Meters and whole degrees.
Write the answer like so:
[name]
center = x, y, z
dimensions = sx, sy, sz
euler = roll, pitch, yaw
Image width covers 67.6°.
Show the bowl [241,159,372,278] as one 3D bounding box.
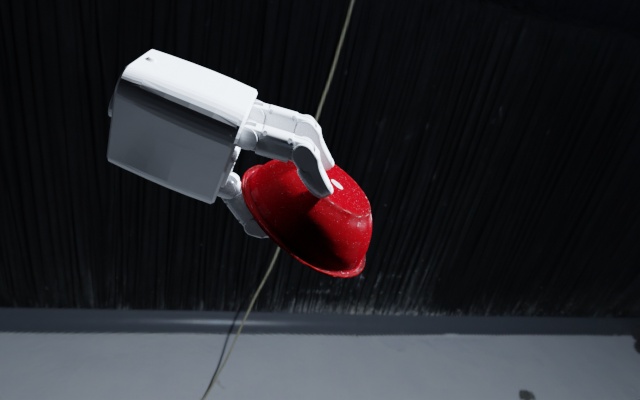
[bowl]
center = 0.001, 0.002, 0.500
dimensions = 0.055, 0.162, 0.162
euler = -49, -25, 23
